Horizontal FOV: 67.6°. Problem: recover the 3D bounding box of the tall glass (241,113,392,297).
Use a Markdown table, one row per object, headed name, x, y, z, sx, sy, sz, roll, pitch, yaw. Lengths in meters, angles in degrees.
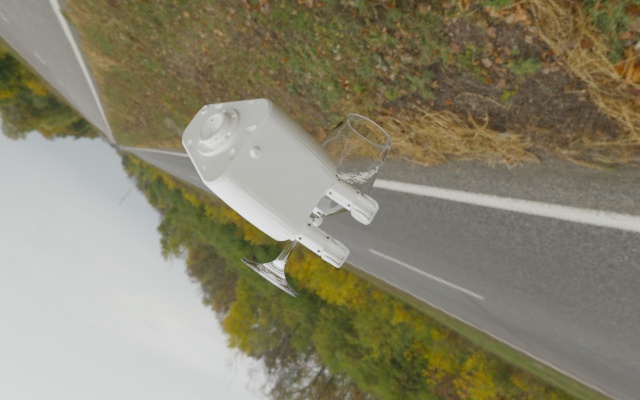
| name | x | y | z | sx | sy | sz | roll | pitch | yaw |
| --- | --- | --- | --- | --- | --- | --- | --- | --- | --- |
| tall glass | 0.000 | 0.002 | 0.528 | 0.079 | 0.201 | 0.079 | 33 | -8 | 5 |
